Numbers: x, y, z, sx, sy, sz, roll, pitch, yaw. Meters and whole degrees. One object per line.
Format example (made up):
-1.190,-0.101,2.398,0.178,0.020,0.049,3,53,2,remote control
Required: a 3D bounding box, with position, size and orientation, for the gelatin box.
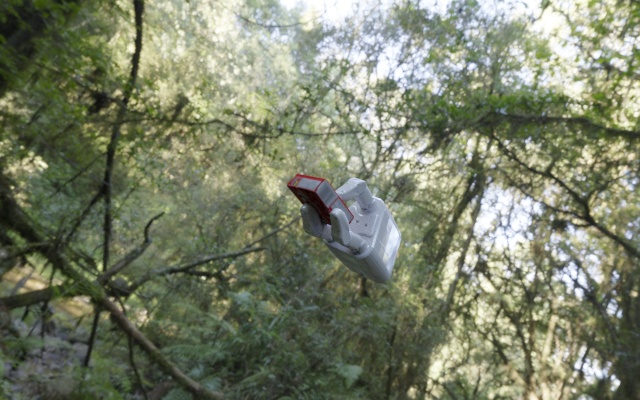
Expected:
0.000,0.002,0.725,0.073,0.030,0.089,15,-31,51,gelatin box
